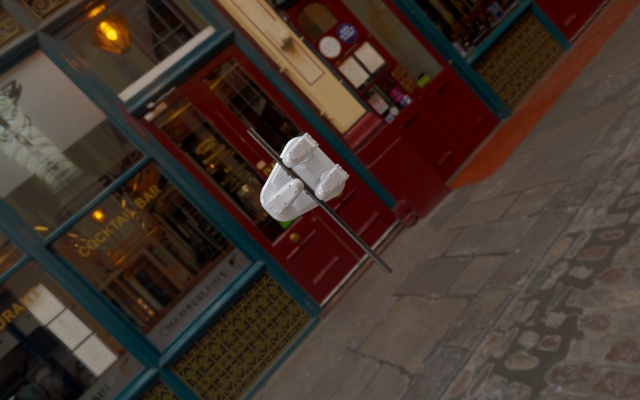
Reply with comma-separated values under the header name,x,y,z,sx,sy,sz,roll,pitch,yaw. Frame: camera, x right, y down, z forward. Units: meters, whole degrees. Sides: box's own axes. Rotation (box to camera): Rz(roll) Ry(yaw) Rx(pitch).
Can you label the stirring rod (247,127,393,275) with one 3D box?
name,x,y,z,sx,sy,sz,roll,pitch,yaw
stirring rod,0.000,0.002,0.570,0.011,0.239,0.011,-44,4,3
